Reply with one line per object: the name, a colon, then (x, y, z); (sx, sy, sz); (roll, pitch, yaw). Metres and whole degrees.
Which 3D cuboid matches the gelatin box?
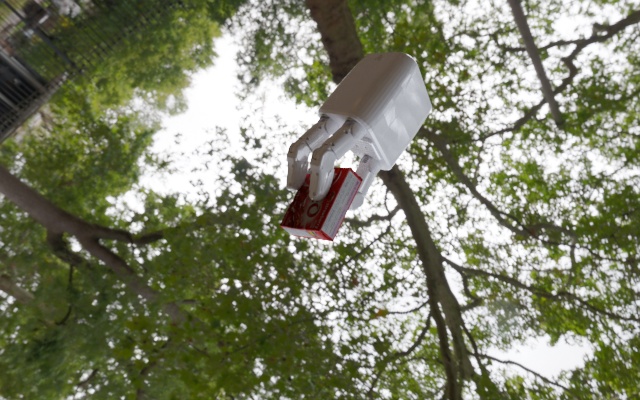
gelatin box: (0.000, 0.002, 0.571); (0.073, 0.089, 0.030); (4, -29, 48)
